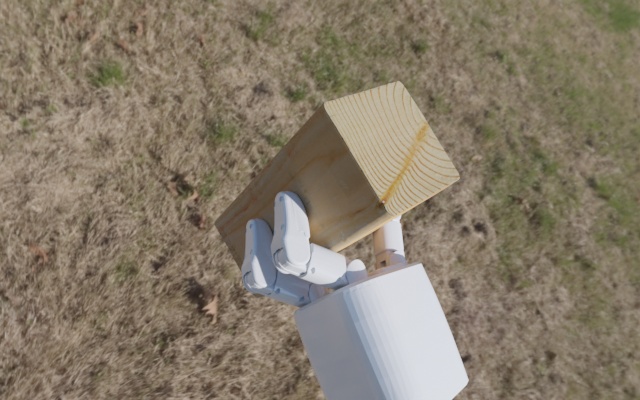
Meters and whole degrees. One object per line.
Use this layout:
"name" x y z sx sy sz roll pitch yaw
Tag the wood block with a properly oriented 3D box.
"wood block" 0.001 0.002 0.409 0.091 0.090 0.206 -25 -9 -40
